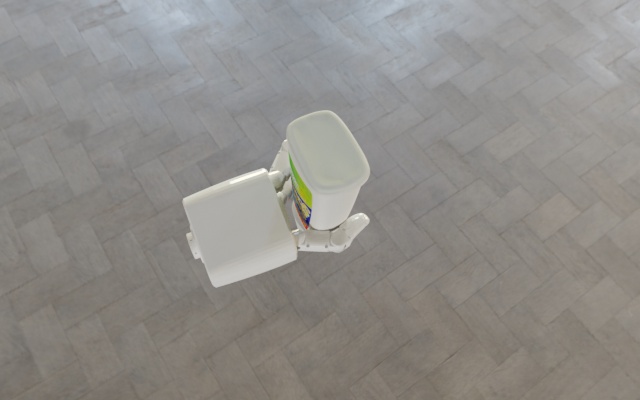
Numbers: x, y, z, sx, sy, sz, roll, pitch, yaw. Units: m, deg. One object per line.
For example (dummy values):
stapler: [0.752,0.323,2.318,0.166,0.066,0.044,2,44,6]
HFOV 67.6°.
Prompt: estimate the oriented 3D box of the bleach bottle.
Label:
bleach bottle: [0.000,0.002,0.596,0.068,0.102,0.251,-21,-24,-13]
